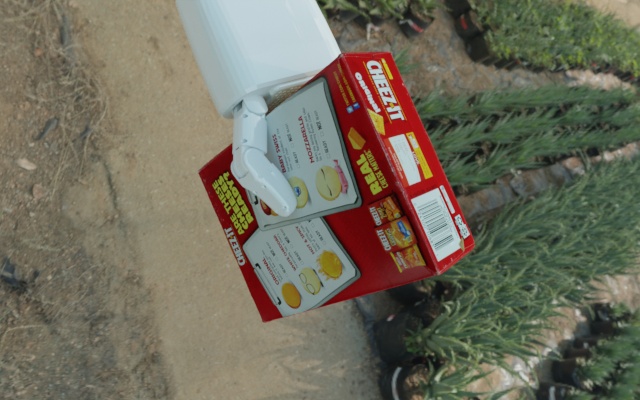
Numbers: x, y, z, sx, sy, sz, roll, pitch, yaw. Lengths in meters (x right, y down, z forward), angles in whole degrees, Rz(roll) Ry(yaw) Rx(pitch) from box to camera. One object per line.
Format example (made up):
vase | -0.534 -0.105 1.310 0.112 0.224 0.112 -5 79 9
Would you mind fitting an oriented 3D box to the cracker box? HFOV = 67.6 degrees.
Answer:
cracker box | 0.000 0.001 0.410 0.072 0.164 0.214 -20 -6 -45
